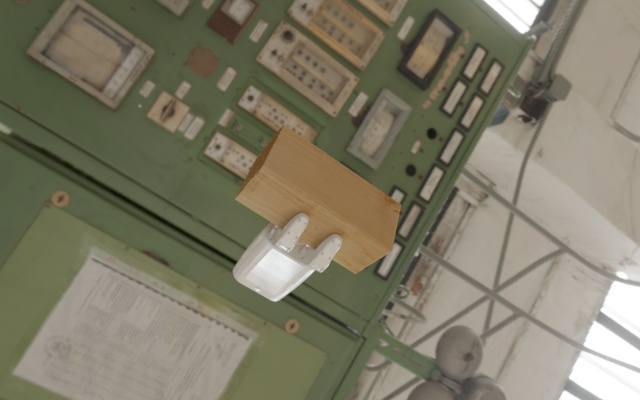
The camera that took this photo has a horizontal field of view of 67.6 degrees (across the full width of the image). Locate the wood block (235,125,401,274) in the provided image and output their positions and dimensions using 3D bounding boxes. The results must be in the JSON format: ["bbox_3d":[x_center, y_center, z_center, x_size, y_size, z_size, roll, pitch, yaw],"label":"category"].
[{"bbox_3d":[0.000,0.002,0.669,0.206,0.090,0.090,33,-44,-15],"label":"wood block"}]
